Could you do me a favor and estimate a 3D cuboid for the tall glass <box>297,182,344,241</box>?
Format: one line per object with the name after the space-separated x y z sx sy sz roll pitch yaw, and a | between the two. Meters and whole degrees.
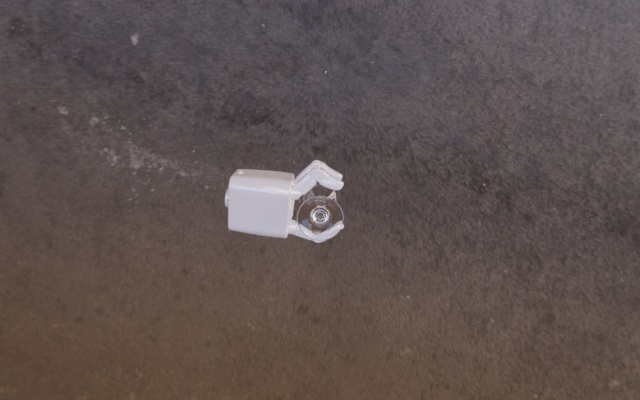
0.000 0.003 0.854 0.079 0.079 0.201 0 15 1 | tall glass
